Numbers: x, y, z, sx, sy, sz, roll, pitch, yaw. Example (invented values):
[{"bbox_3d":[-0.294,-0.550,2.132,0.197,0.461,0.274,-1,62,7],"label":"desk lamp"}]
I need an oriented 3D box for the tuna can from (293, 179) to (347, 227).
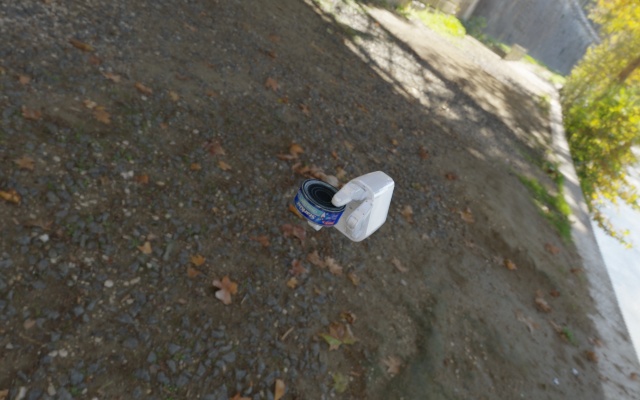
[{"bbox_3d":[0.000,0.002,0.799,0.086,0.034,0.086,21,33,-14],"label":"tuna can"}]
